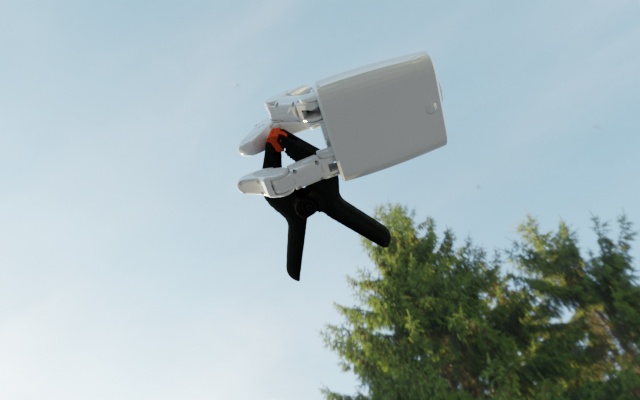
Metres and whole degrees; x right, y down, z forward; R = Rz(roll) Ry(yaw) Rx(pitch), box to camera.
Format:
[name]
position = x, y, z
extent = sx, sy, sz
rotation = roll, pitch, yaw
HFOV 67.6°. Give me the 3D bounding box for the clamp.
[clamp]
position = 0.000, 0.001, 0.494
extent = 0.120, 0.171, 0.039
rotation = -17, 27, 3
